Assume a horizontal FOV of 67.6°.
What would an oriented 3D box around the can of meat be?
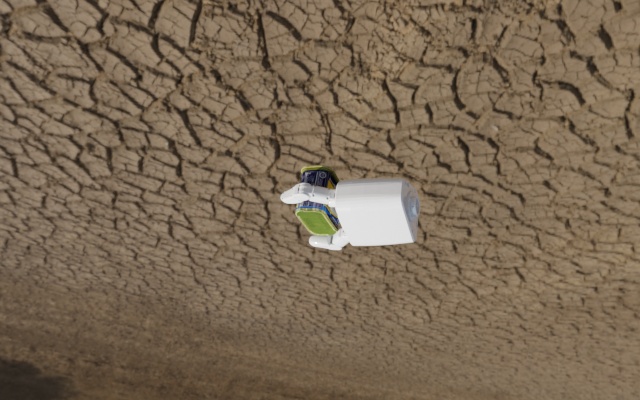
[{"bbox_3d":[0.000,0.003,0.805,0.057,0.084,0.102,-2,-29,21],"label":"can of meat"}]
